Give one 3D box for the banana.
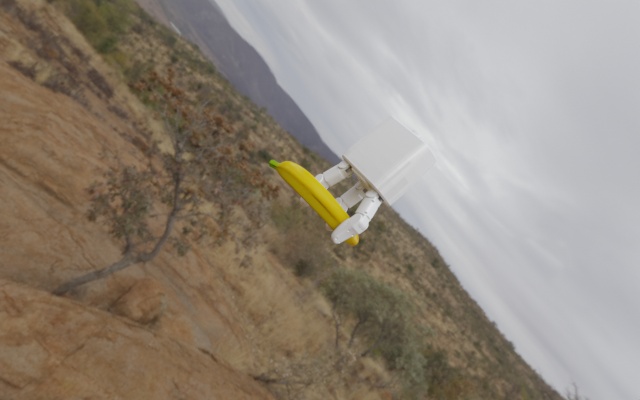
[{"bbox_3d":[0.001,0.002,0.749,0.037,0.198,0.069,-44,12,-3],"label":"banana"}]
